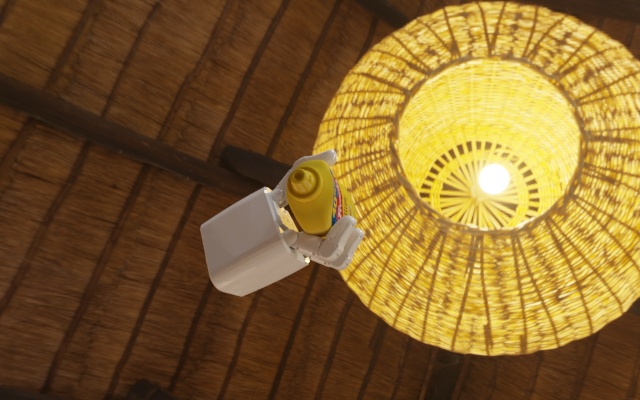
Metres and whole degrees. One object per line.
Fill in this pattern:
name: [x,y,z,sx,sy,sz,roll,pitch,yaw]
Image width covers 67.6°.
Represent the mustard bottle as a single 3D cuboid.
mustard bottle: [0.000,0.002,0.607,0.058,0.096,0.192,-5,-19,15]
